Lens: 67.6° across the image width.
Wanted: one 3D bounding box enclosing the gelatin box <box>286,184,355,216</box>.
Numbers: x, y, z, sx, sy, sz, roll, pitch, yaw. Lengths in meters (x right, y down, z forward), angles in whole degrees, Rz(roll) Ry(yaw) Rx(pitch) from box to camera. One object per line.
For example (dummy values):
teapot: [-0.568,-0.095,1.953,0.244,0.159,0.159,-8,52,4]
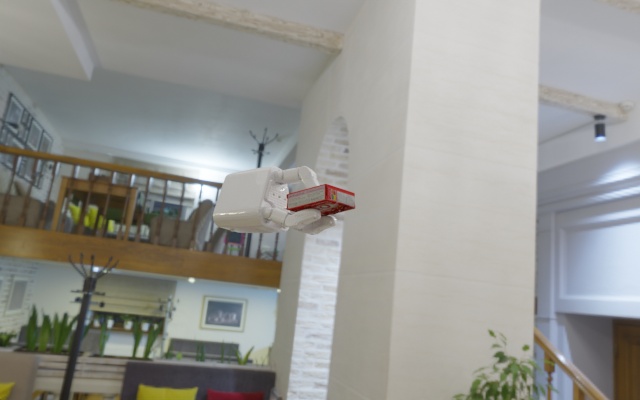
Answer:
gelatin box: [0.000,0.002,0.774,0.089,0.030,0.073,-15,-21,39]
